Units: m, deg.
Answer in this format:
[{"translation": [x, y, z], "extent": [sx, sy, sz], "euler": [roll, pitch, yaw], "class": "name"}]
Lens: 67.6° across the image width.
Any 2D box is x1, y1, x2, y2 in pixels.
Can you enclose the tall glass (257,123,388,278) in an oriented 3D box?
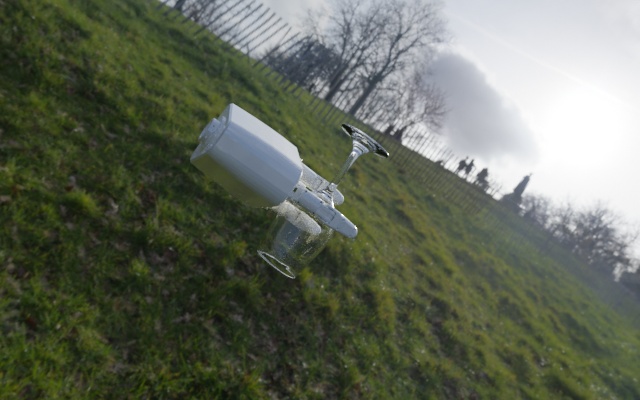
[{"translation": [0.001, 0.002, 0.622], "extent": [0.079, 0.201, 0.079], "euler": [35, -1, 1], "class": "tall glass"}]
